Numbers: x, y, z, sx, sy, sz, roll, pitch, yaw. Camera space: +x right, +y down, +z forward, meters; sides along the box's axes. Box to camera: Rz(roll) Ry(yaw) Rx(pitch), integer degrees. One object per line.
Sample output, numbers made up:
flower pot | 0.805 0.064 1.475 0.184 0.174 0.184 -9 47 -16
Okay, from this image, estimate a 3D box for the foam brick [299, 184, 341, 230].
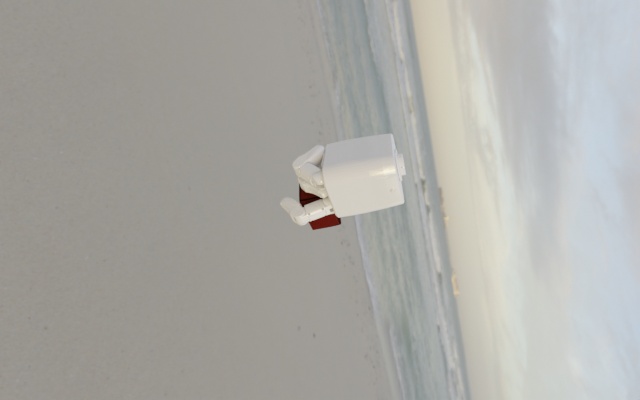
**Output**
foam brick | 0.000 0.003 0.784 0.051 0.053 0.078 -12 -43 10
